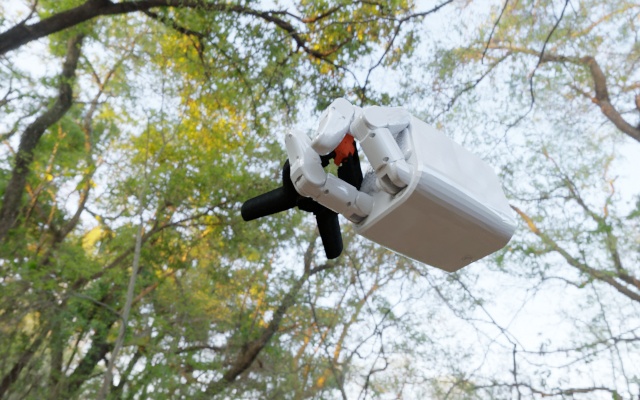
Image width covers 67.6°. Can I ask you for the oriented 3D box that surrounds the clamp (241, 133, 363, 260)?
[{"bbox_3d":[0.000,0.001,0.480,0.120,0.039,0.171,26,-37,-17],"label":"clamp"}]
